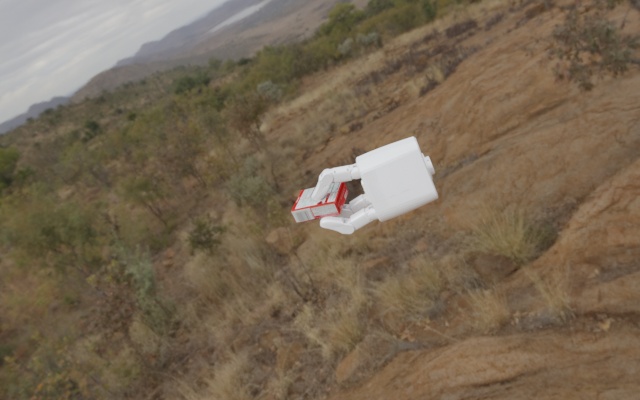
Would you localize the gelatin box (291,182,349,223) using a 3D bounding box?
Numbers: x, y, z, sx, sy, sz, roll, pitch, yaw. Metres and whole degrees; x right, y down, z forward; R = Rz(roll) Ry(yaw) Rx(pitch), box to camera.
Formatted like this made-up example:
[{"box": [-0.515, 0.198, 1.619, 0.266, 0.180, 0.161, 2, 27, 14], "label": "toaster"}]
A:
[{"box": [0.000, 0.002, 0.855, 0.089, 0.030, 0.073, -12, 28, 22], "label": "gelatin box"}]
